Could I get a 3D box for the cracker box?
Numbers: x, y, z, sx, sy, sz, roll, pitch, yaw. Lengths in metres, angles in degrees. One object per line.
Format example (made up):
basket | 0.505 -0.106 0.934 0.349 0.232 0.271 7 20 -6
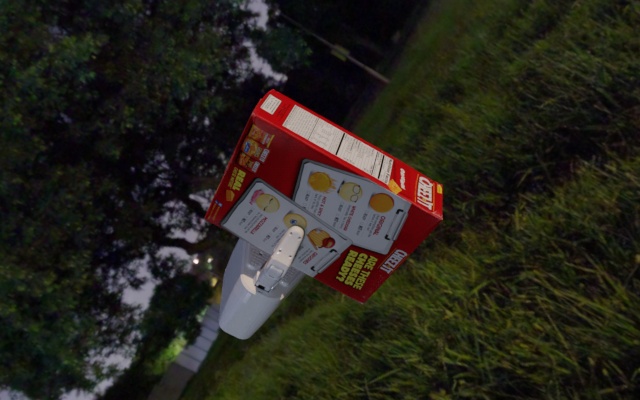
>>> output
cracker box | 0.000 0.002 0.529 0.214 0.164 0.072 28 39 -7
